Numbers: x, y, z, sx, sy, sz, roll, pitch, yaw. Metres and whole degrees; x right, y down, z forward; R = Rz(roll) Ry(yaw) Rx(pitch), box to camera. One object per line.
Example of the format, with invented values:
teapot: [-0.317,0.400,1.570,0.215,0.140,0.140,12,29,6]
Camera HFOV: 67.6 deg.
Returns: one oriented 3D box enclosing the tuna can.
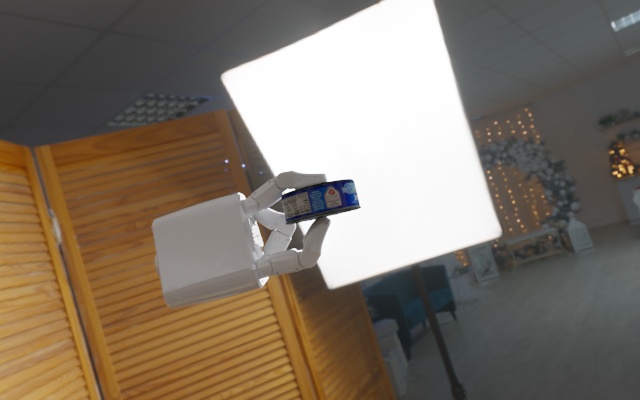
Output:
tuna can: [0.000,0.001,0.531,0.086,0.034,0.086,-13,-4,-1]
